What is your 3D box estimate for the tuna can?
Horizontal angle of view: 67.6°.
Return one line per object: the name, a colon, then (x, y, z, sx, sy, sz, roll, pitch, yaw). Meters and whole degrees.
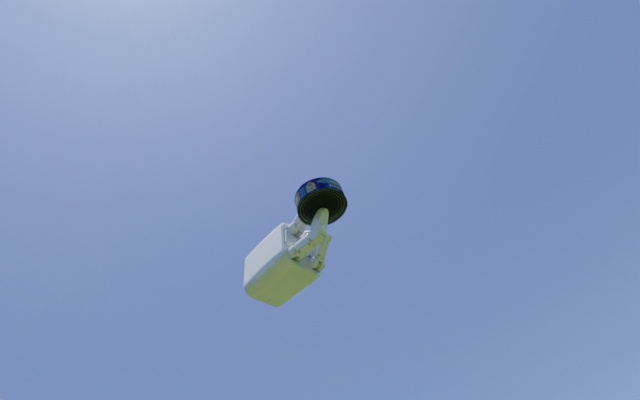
tuna can: (0.000, 0.002, 0.803, 0.086, 0.086, 0.033, 0, 42, -18)
